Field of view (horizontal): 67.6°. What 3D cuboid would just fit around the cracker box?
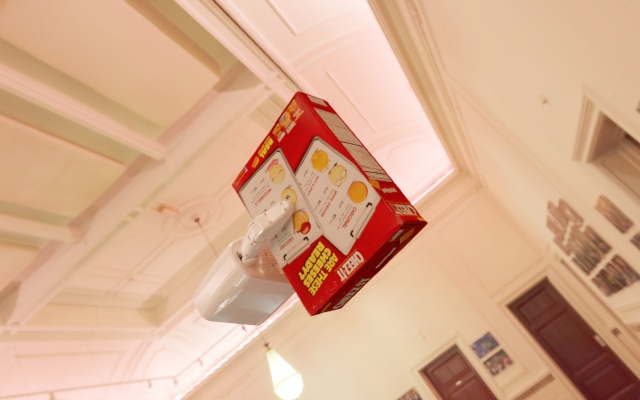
[{"bbox_3d":[0.000,0.002,0.579,0.072,0.213,0.164,1,-44,-51],"label":"cracker box"}]
